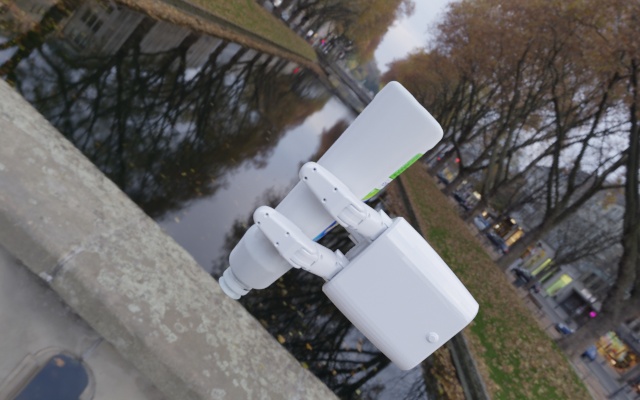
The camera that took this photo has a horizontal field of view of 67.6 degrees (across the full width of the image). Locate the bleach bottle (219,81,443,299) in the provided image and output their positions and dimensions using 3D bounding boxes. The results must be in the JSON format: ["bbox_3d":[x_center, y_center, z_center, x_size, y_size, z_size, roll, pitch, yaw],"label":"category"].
[{"bbox_3d":[0.000,0.001,0.453,0.251,0.068,0.102,-44,-5,13],"label":"bleach bottle"}]
